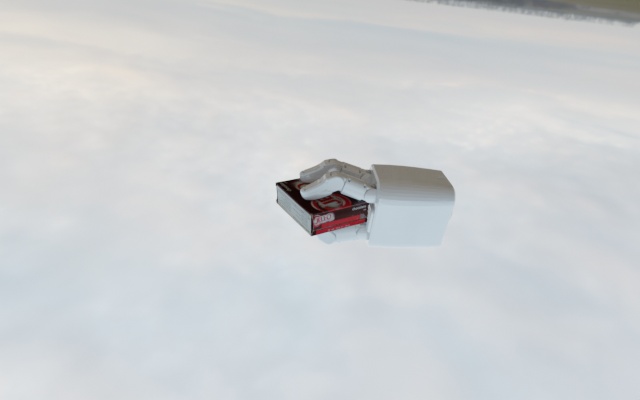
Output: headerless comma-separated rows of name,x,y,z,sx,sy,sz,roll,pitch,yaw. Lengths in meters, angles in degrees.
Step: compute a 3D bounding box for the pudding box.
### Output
pudding box,0.000,0.002,0.667,0.090,0.039,0.113,-12,27,-28
